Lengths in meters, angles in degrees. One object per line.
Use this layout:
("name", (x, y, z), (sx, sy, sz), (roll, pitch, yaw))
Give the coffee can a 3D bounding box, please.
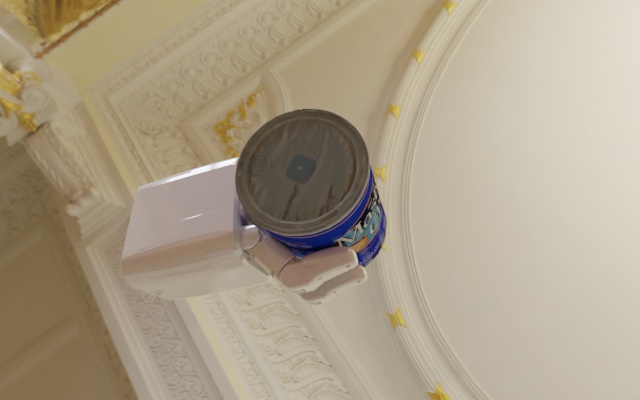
("coffee can", (0.000, 0.001, 0.415), (0.103, 0.102, 0.140), (0, -22, 14))
